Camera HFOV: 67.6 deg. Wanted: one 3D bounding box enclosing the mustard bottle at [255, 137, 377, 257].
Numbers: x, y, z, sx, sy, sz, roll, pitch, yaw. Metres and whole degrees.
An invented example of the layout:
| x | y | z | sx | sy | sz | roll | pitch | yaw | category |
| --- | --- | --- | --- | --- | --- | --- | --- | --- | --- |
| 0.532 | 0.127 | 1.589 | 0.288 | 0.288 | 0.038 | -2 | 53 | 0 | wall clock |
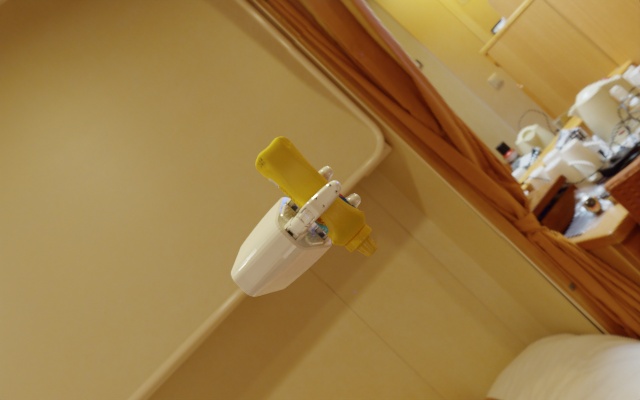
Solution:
| x | y | z | sx | sy | sz | roll | pitch | yaw | category |
| --- | --- | --- | --- | --- | --- | --- | --- | --- | --- |
| 0.000 | 0.002 | 0.630 | 0.191 | 0.058 | 0.096 | 44 | -6 | 3 | mustard bottle |
